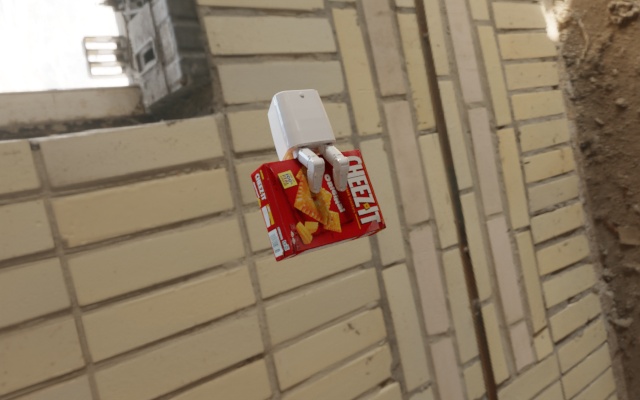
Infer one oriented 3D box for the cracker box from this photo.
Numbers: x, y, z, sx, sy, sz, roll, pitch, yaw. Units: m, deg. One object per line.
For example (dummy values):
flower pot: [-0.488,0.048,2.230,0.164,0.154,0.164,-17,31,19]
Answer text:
cracker box: [0.000,0.003,0.866,0.213,0.164,0.072,-12,-10,-33]
